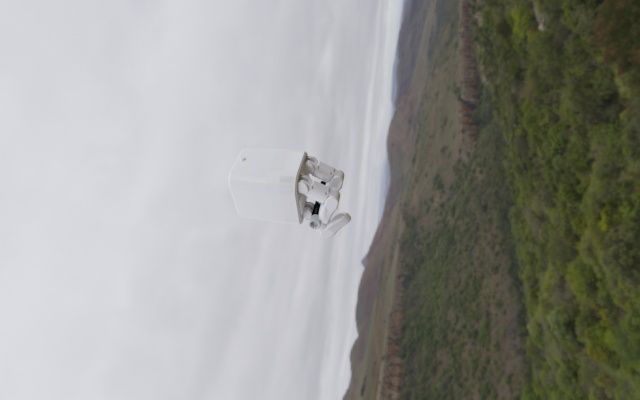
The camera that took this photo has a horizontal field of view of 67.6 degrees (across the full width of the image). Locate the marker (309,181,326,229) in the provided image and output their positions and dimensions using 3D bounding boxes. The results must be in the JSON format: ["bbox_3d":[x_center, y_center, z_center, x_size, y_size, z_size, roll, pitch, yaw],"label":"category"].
[{"bbox_3d":[0.000,0.003,0.787,0.020,0.020,0.121,0,36,11],"label":"marker"}]
